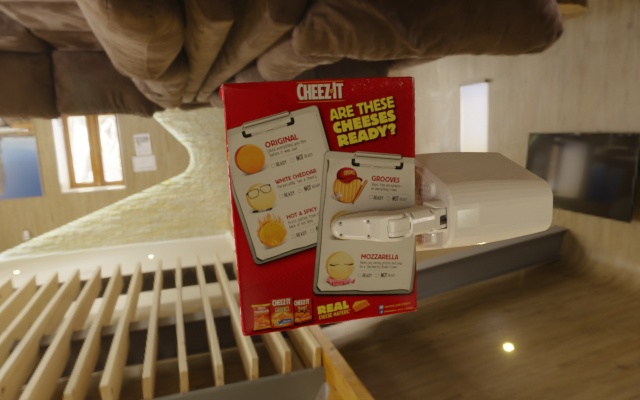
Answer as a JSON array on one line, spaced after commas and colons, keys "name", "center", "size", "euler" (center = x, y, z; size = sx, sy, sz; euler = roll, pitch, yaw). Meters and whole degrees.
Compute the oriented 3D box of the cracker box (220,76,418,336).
[{"name": "cracker box", "center": [0.000, 0.002, 0.436], "size": [0.164, 0.214, 0.072], "euler": [-5, 10, -13]}]
